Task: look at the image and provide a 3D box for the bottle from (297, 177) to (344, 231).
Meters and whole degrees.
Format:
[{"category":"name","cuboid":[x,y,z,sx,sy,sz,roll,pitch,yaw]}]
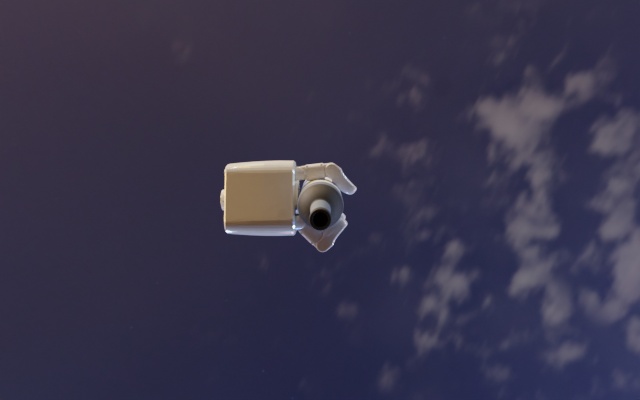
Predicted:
[{"category":"bottle","cuboid":[0.000,0.002,0.722,0.069,0.069,0.295,0,8,0]}]
